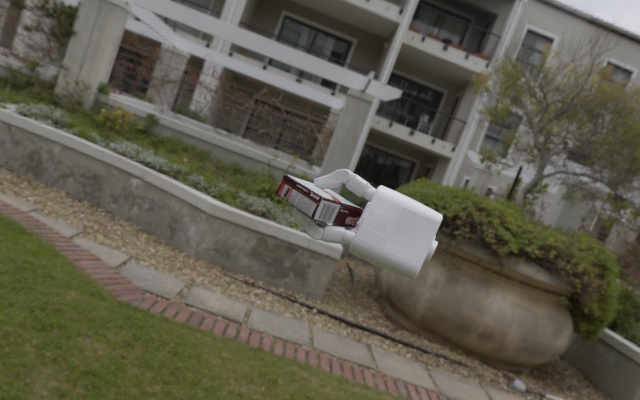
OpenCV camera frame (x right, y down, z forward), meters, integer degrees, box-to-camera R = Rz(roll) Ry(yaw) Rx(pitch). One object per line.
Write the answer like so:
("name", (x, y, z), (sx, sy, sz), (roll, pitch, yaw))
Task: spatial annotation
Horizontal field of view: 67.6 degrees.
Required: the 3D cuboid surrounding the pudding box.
("pudding box", (0.000, 0.002, 0.745), (0.090, 0.039, 0.113), (31, 8, 37))
